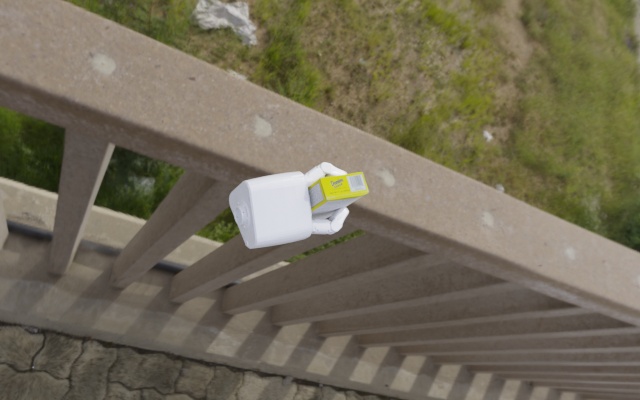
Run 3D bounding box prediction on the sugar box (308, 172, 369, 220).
[{"bbox_3d":[0.000,0.002,0.868,0.093,0.048,0.176,-9,-12,-33],"label":"sugar box"}]
